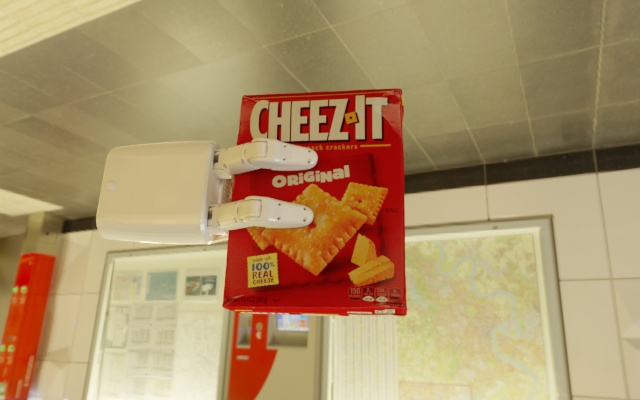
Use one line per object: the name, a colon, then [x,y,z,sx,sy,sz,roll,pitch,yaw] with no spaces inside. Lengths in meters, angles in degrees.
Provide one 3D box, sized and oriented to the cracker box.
cracker box: [0.000,0.002,0.464,0.164,0.213,0.072,-1,-17,8]
